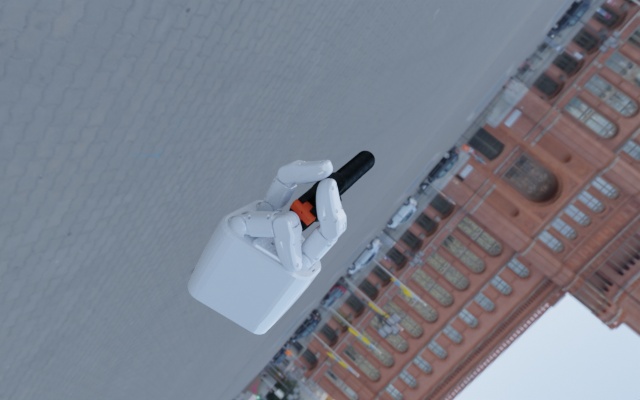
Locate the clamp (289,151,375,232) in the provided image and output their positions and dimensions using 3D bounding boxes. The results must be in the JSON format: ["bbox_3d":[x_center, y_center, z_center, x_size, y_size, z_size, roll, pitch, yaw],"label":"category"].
[{"bbox_3d":[0.001,0.002,0.562,0.039,0.120,0.171,41,29,9],"label":"clamp"}]
